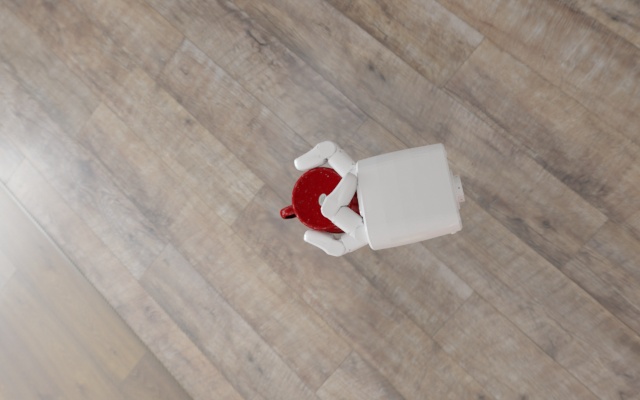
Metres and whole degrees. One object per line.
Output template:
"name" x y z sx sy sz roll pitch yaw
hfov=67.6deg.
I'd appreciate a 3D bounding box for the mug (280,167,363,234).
"mug" -0.001 0.002 0.640 0.117 0.093 0.081 -15 -6 15
